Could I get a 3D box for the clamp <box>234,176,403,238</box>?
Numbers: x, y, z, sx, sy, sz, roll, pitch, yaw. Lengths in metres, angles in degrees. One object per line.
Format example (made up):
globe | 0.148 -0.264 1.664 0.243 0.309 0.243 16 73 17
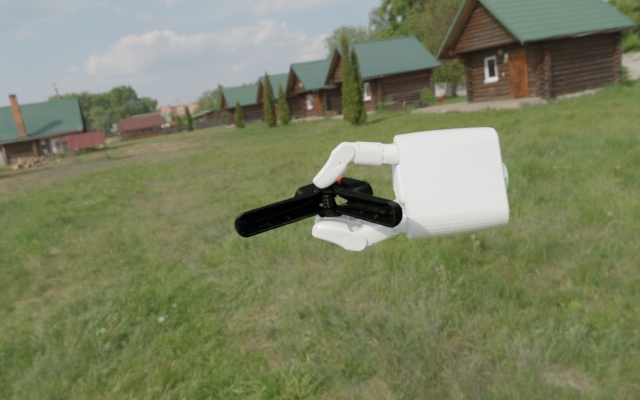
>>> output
clamp | 0.000 0.001 0.544 0.164 0.036 0.210 -5 11 4
